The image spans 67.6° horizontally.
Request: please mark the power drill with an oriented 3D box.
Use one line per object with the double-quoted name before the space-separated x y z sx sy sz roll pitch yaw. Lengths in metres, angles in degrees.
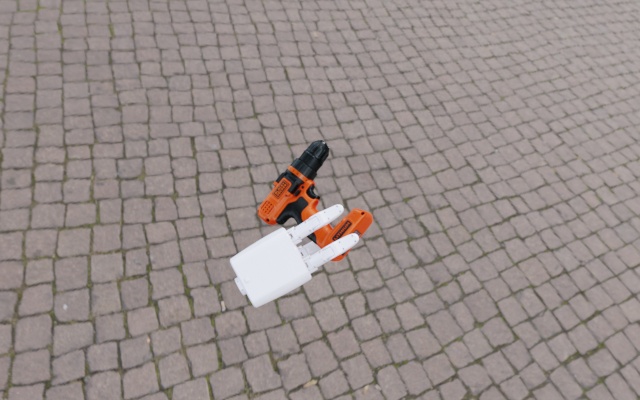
"power drill" 0.000 0.003 0.851 0.187 0.184 0.057 39 2 28
